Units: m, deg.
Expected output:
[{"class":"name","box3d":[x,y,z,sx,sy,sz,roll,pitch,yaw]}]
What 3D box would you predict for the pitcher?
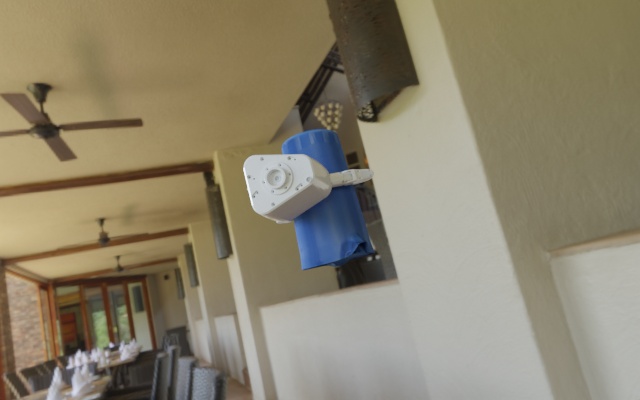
[{"class":"pitcher","box3d":[0.000,0.003,0.878,0.149,0.242,0.145,-16,-10,12]}]
